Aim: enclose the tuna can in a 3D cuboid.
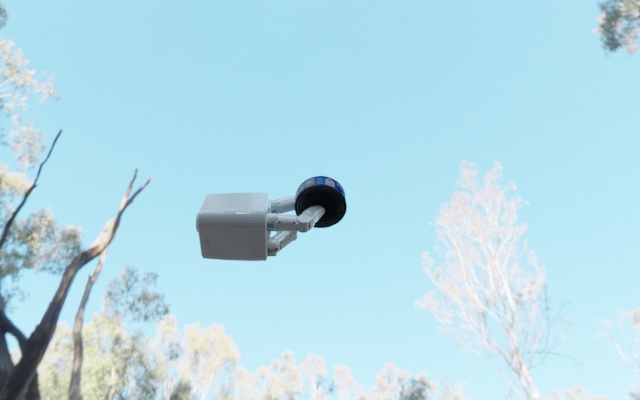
[{"bbox_3d":[0.000,0.002,0.789,0.086,0.086,0.033,0,35,0],"label":"tuna can"}]
